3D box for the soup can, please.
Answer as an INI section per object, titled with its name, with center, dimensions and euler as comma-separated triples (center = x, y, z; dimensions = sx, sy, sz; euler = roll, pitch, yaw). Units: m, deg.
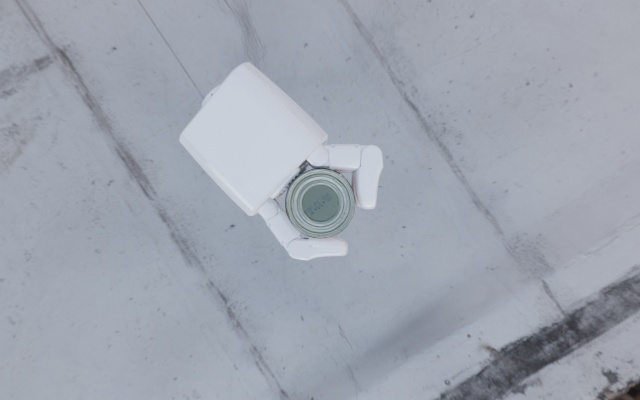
[soup can]
center = 0.000, 0.002, 0.491
dimensions = 0.068, 0.068, 0.102
euler = 0, 1, 0
